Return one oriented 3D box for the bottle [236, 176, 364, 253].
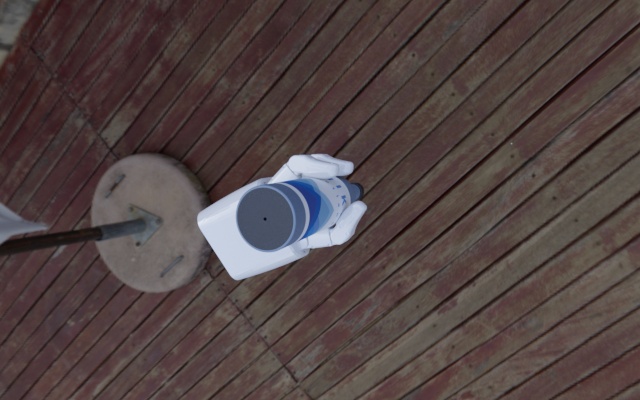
[{"bbox_3d":[0.000,0.002,0.598,0.069,0.069,0.295,0,6,22],"label":"bottle"}]
